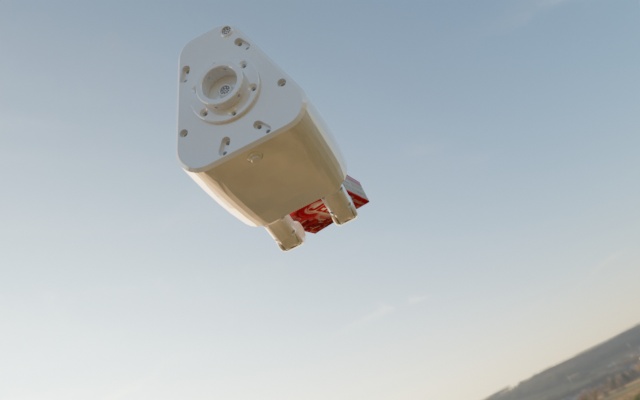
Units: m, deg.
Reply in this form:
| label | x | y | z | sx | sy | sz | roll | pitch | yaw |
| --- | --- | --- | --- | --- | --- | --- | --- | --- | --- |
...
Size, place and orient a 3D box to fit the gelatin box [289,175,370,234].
| label | x | y | z | sx | sy | sz | roll | pitch | yaw |
| --- | --- | --- | --- | --- | --- | --- | --- | --- | --- |
| gelatin box | 0.000 | 0.001 | 0.486 | 0.073 | 0.030 | 0.089 | -32 | -21 | 17 |
